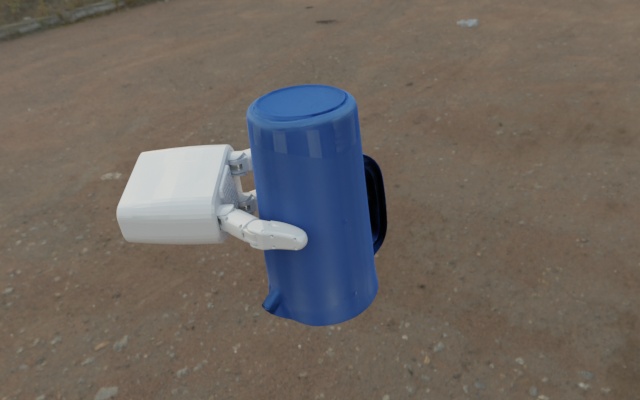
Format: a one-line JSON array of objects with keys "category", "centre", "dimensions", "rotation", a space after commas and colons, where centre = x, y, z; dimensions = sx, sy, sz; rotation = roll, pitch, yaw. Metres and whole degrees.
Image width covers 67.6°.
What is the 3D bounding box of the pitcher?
[{"category": "pitcher", "centre": [0.000, 0.002, 0.525], "dimensions": [0.145, 0.243, 0.149], "rotation": [-1, 32, 8]}]
